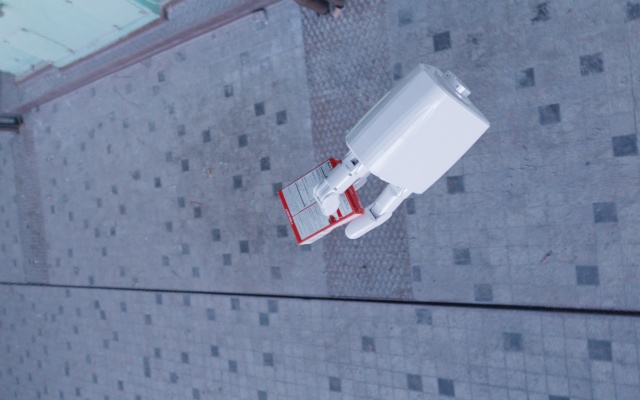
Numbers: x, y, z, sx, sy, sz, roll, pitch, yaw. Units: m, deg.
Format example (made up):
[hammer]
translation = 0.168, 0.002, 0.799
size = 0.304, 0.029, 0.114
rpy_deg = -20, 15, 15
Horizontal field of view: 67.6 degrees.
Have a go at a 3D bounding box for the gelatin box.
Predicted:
[gelatin box]
translation = 0.000, 0.002, 0.576
size = 0.089, 0.073, 0.030
rpy_deg = -31, -17, 25
